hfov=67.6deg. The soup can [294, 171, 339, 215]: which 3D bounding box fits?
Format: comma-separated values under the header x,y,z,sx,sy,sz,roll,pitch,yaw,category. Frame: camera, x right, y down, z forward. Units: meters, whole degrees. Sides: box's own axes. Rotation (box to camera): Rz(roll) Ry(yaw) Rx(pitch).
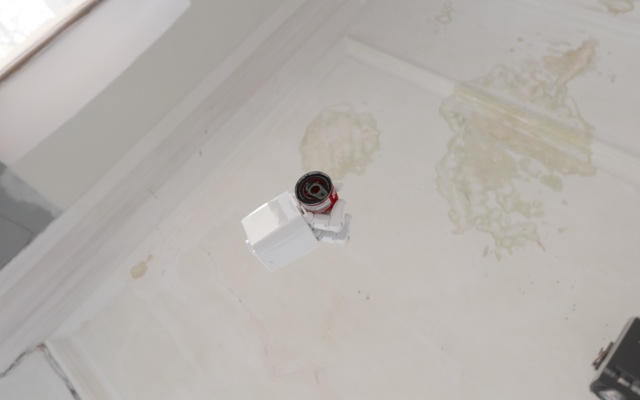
x,y,z,sx,sy,sz,roll,pitch,yaw,category
0.001,0.003,0.862,0.068,0.068,0.102,0,-30,17,soup can
